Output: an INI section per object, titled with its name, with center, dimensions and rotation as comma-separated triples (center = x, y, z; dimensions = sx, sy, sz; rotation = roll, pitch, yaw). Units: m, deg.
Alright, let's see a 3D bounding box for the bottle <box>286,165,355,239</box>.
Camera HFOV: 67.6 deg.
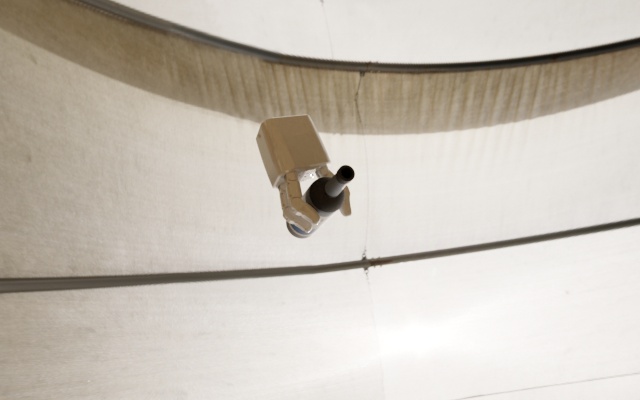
[bottle]
center = 0.000, 0.003, 0.866
dimensions = 0.069, 0.069, 0.296
rotation = 0, -18, -17
